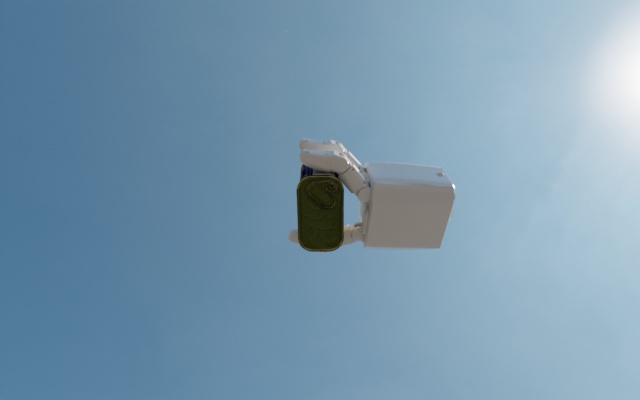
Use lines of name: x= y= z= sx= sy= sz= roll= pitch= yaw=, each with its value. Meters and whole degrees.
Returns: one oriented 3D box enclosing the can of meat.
can of meat: x=0.000 y=0.002 z=0.621 sx=0.057 sy=0.102 sz=0.084 roll=-1 pitch=23 yaw=0
